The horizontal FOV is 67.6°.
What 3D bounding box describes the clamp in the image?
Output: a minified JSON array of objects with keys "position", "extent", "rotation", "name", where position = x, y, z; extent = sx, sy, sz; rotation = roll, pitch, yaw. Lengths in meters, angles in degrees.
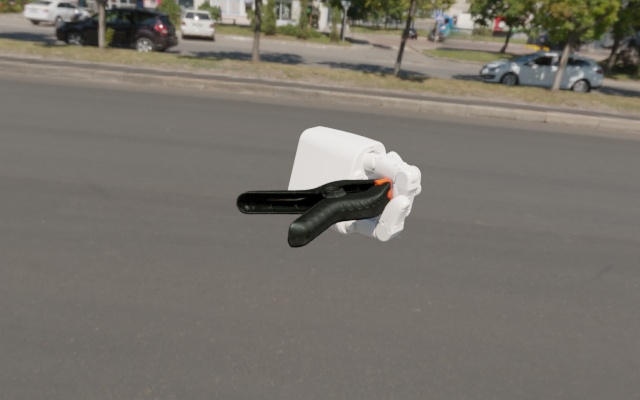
[{"position":[0.000,0.001,0.507],"extent":[0.171,0.039,0.120],"rotation":[-14,30,-41],"name":"clamp"}]
